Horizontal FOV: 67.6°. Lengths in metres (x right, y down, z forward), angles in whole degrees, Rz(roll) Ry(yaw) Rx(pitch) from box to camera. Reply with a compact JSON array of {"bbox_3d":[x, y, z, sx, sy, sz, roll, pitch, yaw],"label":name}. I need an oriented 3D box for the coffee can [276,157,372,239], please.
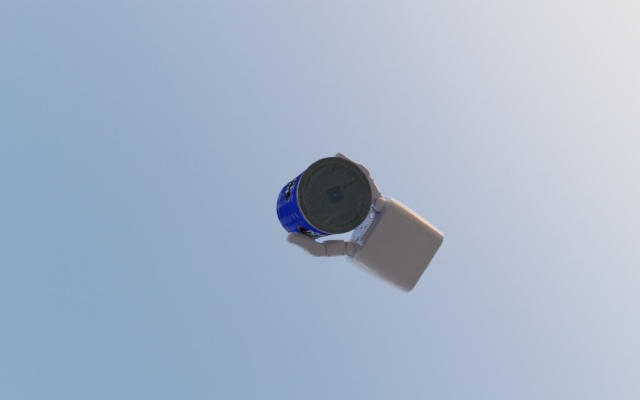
[{"bbox_3d":[0.000,0.002,0.689,0.103,0.103,0.140,0,-8,-17],"label":"coffee can"}]
